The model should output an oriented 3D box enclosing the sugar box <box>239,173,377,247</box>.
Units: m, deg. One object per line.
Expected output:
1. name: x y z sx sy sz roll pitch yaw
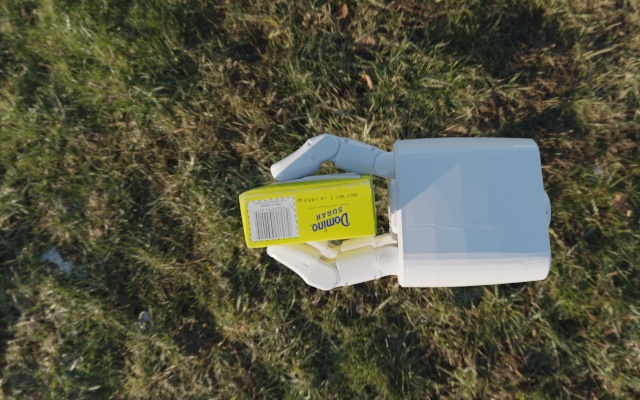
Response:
1. sugar box: 0.000 0.002 0.408 0.093 0.048 0.176 -5 2 7
